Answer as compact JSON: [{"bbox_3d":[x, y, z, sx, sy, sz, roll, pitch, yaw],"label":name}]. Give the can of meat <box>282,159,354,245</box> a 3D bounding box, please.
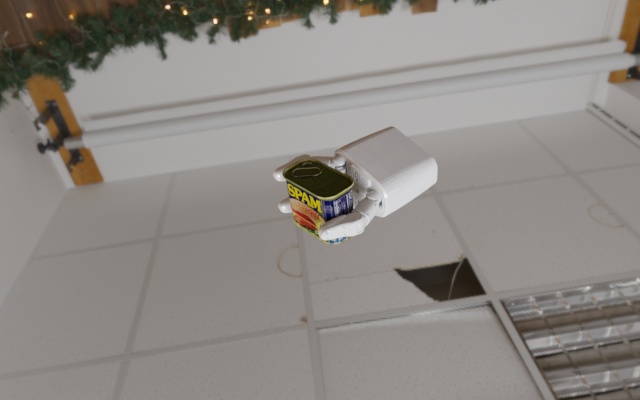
[{"bbox_3d":[0.000,0.002,0.649,0.057,0.084,0.102,-32,42,-29],"label":"can of meat"}]
